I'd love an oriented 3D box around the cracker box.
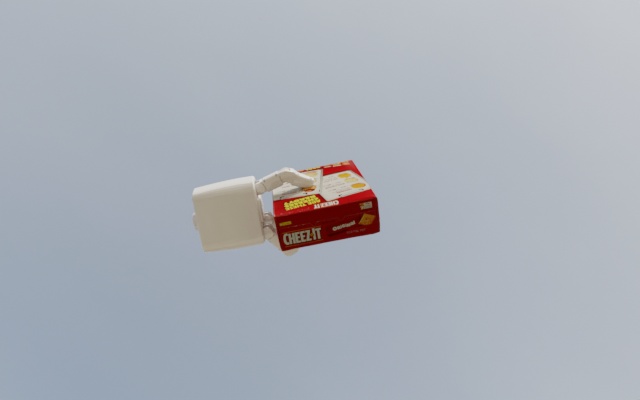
[{"bbox_3d":[0.000,0.003,0.837,0.164,0.072,0.213,-11,22,-3],"label":"cracker box"}]
